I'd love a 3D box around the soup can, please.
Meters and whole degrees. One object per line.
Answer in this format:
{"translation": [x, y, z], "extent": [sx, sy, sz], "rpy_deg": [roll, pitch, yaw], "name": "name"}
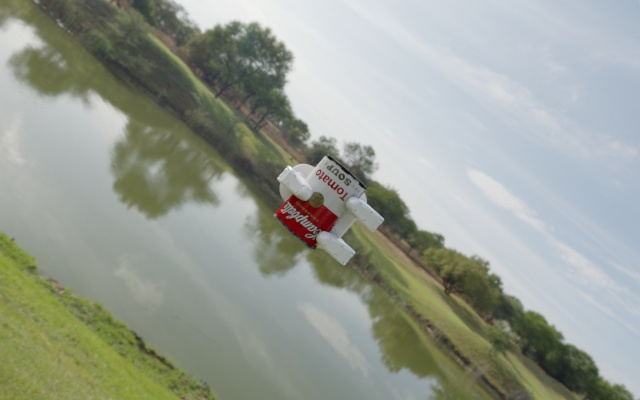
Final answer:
{"translation": [0.000, 0.002, 0.595], "extent": [0.068, 0.102, 0.068], "rpy_deg": [41, 2, -2], "name": "soup can"}
